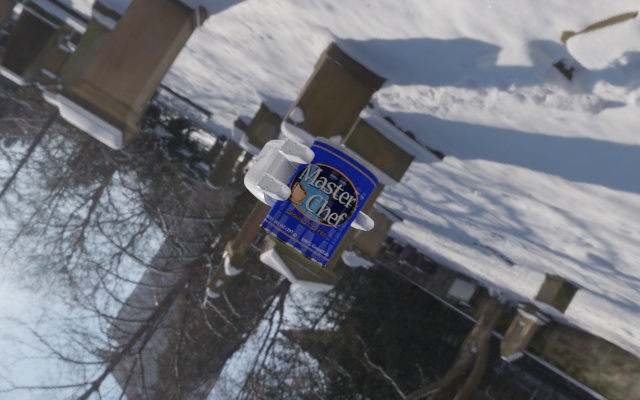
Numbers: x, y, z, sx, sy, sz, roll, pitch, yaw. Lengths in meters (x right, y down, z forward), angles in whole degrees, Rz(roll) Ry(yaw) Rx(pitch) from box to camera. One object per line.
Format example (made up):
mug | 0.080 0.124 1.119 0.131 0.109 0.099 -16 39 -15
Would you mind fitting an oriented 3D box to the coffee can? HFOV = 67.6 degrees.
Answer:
coffee can | 0.000 0.002 0.630 0.103 0.140 0.103 32 -4 2
